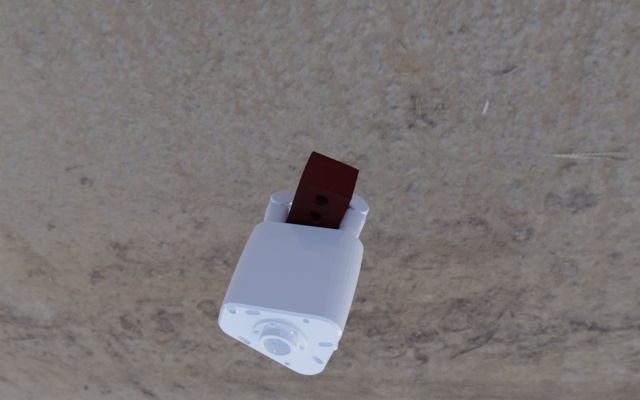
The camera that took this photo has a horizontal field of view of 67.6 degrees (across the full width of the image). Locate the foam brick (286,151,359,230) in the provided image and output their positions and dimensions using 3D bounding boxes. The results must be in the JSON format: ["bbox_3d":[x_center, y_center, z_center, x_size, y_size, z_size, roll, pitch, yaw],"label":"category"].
[{"bbox_3d":[0.000,0.001,0.484,0.053,0.078,0.051,20,40,0],"label":"foam brick"}]
